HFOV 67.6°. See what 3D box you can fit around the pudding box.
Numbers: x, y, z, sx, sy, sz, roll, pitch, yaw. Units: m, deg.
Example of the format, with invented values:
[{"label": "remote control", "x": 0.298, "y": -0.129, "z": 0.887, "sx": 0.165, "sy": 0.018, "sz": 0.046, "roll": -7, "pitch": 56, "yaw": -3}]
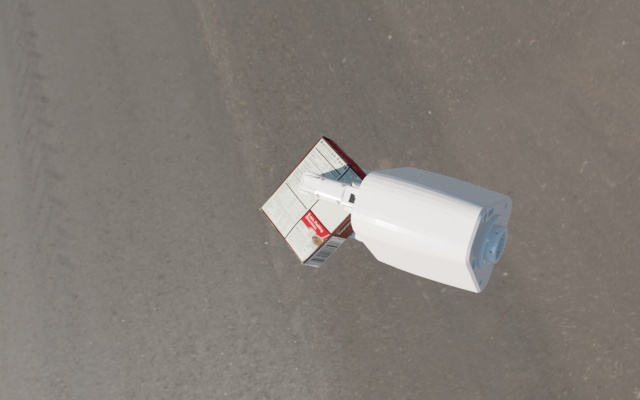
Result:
[{"label": "pudding box", "x": 0.000, "y": 0.002, "z": 0.514, "sx": 0.090, "sy": 0.113, "sz": 0.039, "roll": 50, "pitch": 15, "yaw": 28}]
